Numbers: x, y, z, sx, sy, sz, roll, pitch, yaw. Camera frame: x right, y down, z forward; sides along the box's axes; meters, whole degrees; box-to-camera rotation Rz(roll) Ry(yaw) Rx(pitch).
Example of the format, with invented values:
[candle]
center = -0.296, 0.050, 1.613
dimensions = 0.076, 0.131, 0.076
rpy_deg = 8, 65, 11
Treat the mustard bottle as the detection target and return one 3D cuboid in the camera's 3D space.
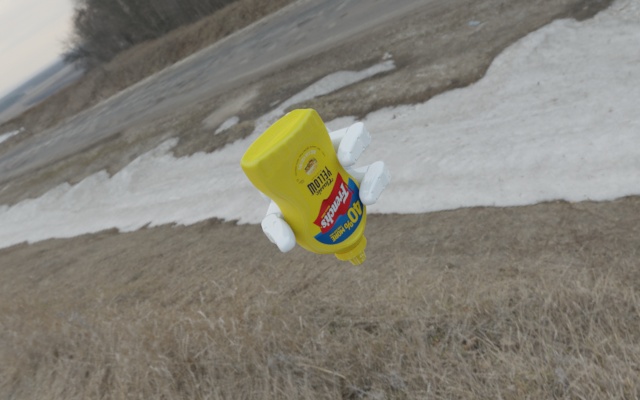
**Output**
[mustard bottle]
center = 0.000, 0.002, 0.527
dimensions = 0.058, 0.192, 0.096
rpy_deg = 9, 50, 50
